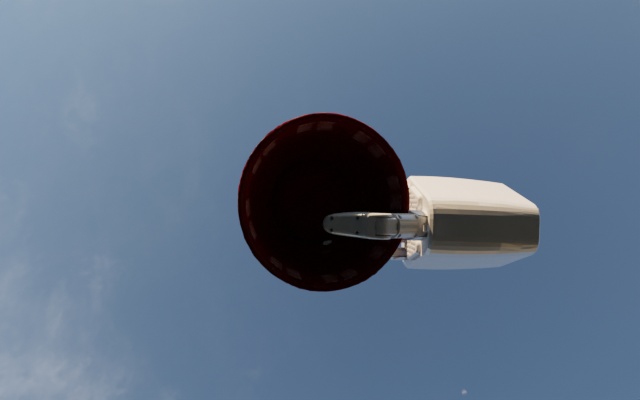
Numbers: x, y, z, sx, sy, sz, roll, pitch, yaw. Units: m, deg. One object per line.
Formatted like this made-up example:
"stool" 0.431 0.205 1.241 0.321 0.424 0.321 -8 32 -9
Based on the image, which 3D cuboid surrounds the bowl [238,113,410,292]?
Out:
"bowl" -0.001 0.001 0.454 0.162 0.162 0.055 0 1 -15
